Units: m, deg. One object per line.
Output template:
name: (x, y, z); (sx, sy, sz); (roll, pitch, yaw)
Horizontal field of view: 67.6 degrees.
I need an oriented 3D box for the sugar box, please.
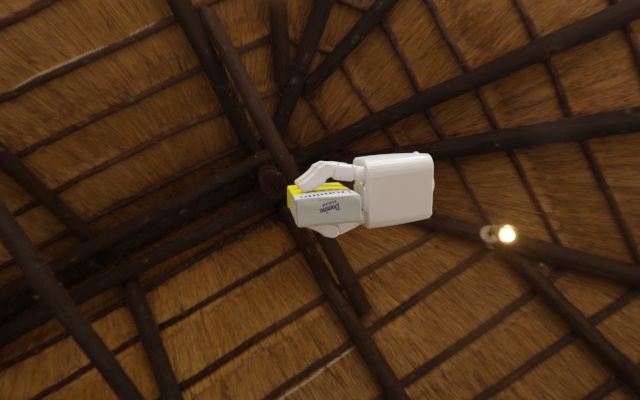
sugar box: (0.000, 0.002, 0.738); (0.093, 0.048, 0.176); (-5, 6, -8)
